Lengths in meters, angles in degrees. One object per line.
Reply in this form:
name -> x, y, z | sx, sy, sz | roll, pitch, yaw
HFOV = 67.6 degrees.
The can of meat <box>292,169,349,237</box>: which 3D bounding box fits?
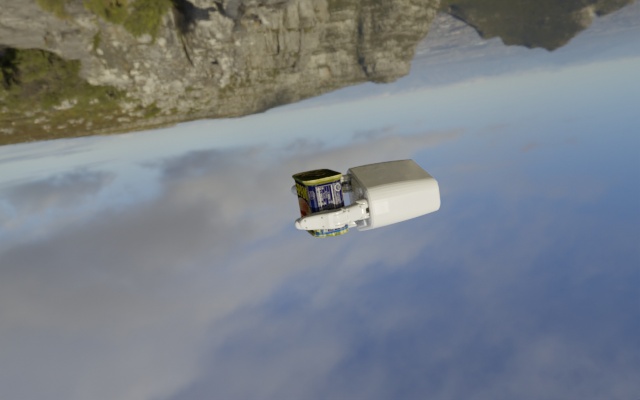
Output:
can of meat -> 0.000, 0.003, 0.695 | 0.057, 0.084, 0.102 | -13, 12, -14
